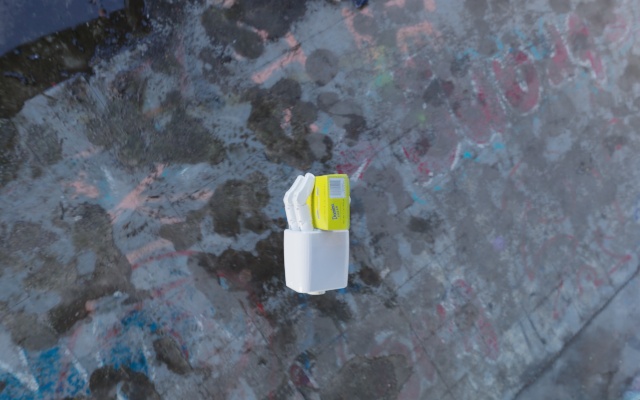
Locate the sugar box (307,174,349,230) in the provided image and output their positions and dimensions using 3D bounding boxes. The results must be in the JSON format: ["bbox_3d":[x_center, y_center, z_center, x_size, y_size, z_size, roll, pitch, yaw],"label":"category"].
[{"bbox_3d":[0.000,0.003,0.864,0.048,0.093,0.176,0,0,-21],"label":"sugar box"}]
